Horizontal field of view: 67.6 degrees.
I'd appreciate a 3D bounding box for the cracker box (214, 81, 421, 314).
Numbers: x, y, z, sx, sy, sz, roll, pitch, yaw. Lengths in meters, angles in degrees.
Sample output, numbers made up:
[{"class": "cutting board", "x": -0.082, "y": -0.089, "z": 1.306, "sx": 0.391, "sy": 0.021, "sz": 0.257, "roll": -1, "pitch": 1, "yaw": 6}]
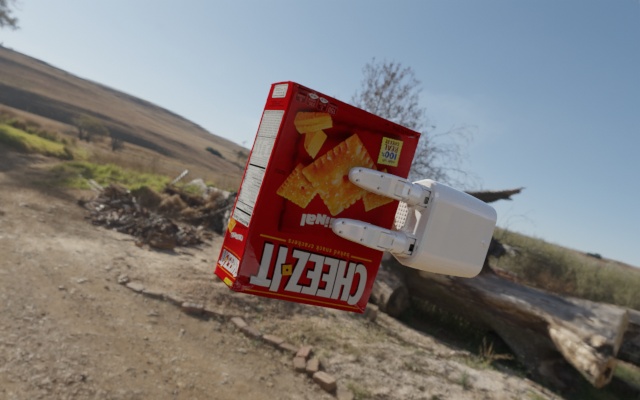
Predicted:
[{"class": "cracker box", "x": 0.000, "y": 0.001, "z": 0.514, "sx": 0.164, "sy": 0.213, "sz": 0.072, "roll": 17, "pitch": 1, "yaw": -29}]
